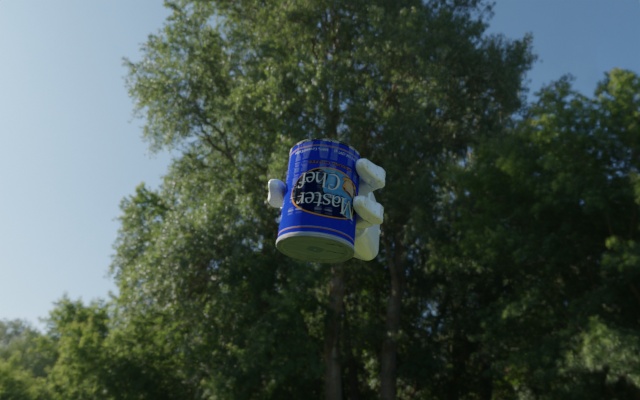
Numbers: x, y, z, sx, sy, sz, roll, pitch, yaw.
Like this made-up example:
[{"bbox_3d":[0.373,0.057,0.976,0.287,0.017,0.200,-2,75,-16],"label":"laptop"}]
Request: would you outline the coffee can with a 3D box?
[{"bbox_3d":[0.000,0.002,0.645,0.103,0.140,0.103,5,-25,2],"label":"coffee can"}]
